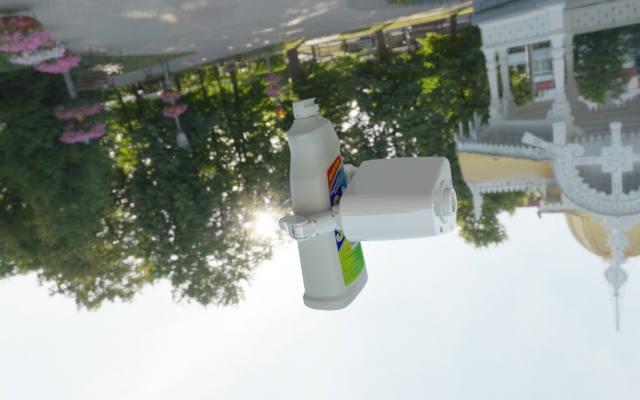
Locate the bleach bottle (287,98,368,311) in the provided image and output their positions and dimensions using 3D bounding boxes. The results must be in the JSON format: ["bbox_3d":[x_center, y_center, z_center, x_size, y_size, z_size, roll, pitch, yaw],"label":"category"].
[{"bbox_3d":[0.000,0.002,0.594,0.068,0.251,0.102,-3,17,29],"label":"bleach bottle"}]
